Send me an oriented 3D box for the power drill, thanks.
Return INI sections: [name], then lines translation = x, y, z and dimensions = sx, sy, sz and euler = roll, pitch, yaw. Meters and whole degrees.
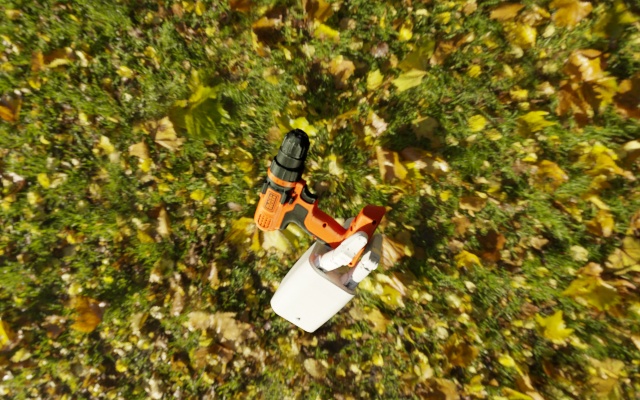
[power drill]
translation = 0.000, 0.003, 0.727
dimensions = 0.187, 0.184, 0.057
euler = 29, 35, 8
